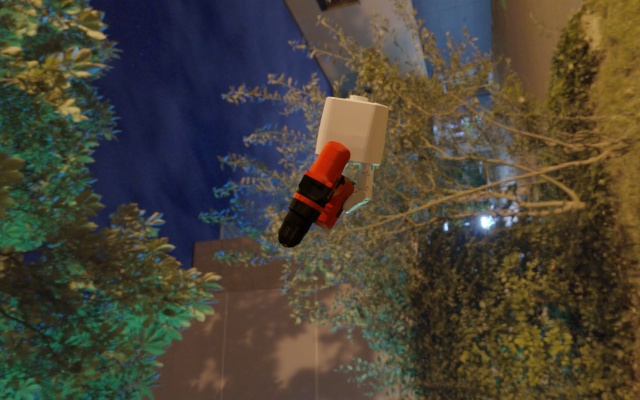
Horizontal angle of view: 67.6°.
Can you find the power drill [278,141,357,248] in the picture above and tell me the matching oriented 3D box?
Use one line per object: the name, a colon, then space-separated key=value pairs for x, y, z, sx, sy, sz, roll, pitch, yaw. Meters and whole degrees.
power drill: x=0.000 y=0.002 z=0.816 sx=0.057 sy=0.184 sz=0.188 roll=31 pitch=-3 yaw=11
